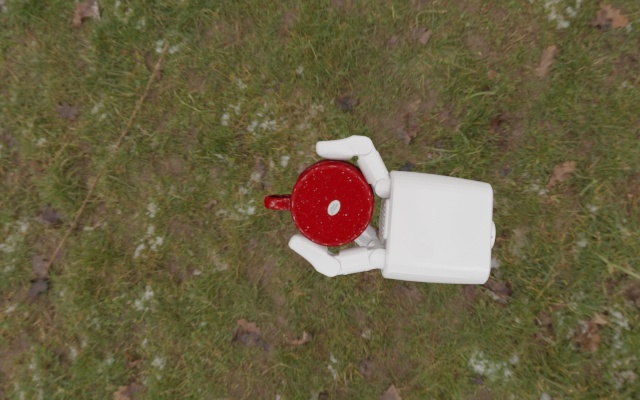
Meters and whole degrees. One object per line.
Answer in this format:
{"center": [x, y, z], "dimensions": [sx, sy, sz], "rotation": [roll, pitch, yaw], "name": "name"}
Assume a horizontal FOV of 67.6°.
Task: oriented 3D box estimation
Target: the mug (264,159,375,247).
{"center": [-0.001, 0.001, 0.493], "dimensions": [0.117, 0.093, 0.081], "rotation": [3, 4, 2], "name": "mug"}
